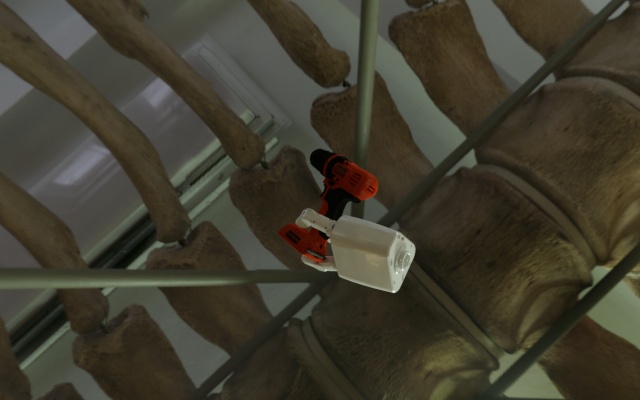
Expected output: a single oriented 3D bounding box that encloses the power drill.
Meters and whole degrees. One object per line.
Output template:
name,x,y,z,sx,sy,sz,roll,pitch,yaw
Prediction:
power drill,0.000,0.003,0.874,0.057,0.187,0.184,28,5,-39
